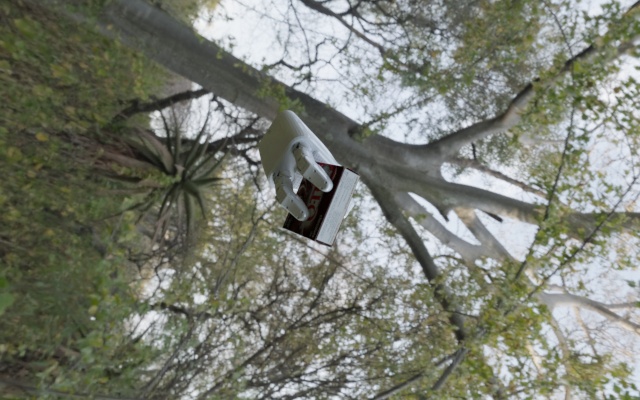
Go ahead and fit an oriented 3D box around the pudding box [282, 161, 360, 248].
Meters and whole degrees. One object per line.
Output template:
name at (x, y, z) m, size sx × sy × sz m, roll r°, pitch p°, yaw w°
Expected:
pudding box at (0.000, 0.002, 0.687) m, size 0.039 × 0.113 × 0.090 m, roll 22°, pitch -3°, yaw -34°
